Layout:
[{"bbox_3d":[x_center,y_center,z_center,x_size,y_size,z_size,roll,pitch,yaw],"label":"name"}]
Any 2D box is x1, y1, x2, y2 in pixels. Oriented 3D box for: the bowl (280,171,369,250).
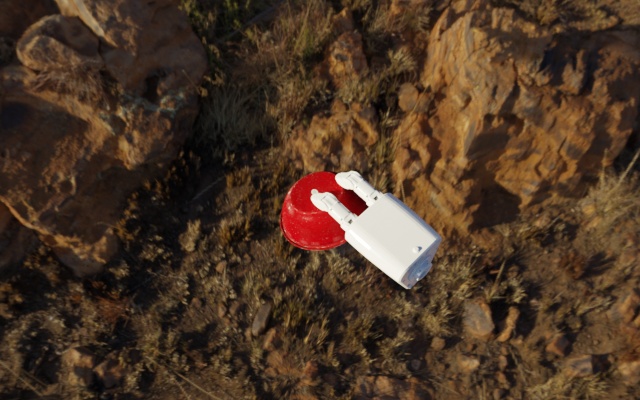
[{"bbox_3d":[-0.001,0.002,0.803,0.162,0.162,0.055,0,-39,21],"label":"bowl"}]
